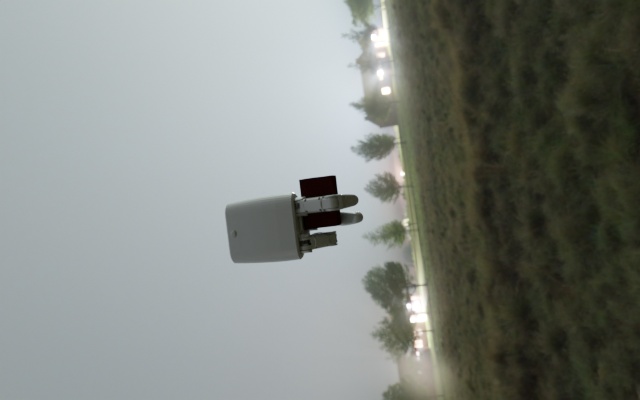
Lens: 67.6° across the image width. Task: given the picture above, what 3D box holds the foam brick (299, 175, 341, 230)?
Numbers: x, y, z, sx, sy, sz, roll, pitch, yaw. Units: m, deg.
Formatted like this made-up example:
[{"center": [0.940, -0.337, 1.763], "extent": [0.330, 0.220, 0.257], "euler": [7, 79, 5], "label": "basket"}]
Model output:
[{"center": [0.000, 0.002, 0.726], "extent": [0.051, 0.078, 0.053], "euler": [-7, 0, 9], "label": "foam brick"}]
